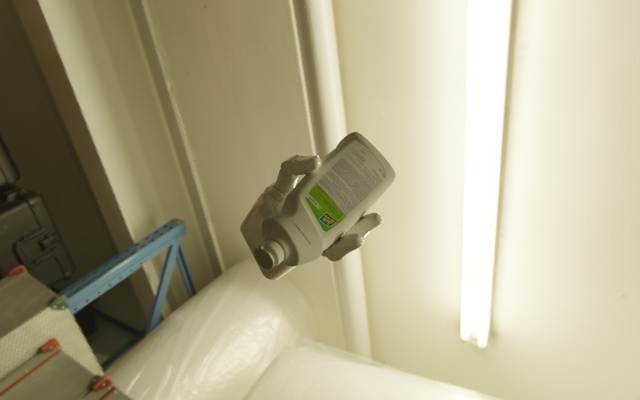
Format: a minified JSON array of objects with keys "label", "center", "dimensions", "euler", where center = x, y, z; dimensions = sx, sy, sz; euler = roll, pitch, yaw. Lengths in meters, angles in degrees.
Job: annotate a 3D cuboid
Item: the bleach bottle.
[{"label":"bleach bottle","center":[0.000,0.002,0.622],"dimensions":[0.250,0.102,0.068],"euler":[-39,-6,-44]}]
